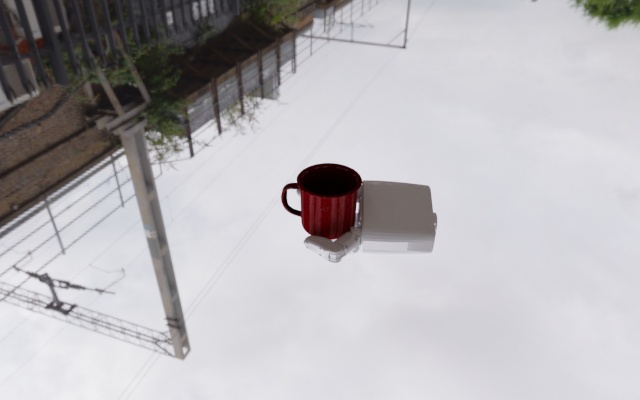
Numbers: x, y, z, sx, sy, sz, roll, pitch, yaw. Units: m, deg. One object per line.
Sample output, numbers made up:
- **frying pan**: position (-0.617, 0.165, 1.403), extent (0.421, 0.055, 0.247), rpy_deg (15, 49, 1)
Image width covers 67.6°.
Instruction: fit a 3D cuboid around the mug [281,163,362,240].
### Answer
- **mug**: position (-0.001, 0.002, 0.698), extent (0.117, 0.082, 0.093), rpy_deg (3, 35, 3)
